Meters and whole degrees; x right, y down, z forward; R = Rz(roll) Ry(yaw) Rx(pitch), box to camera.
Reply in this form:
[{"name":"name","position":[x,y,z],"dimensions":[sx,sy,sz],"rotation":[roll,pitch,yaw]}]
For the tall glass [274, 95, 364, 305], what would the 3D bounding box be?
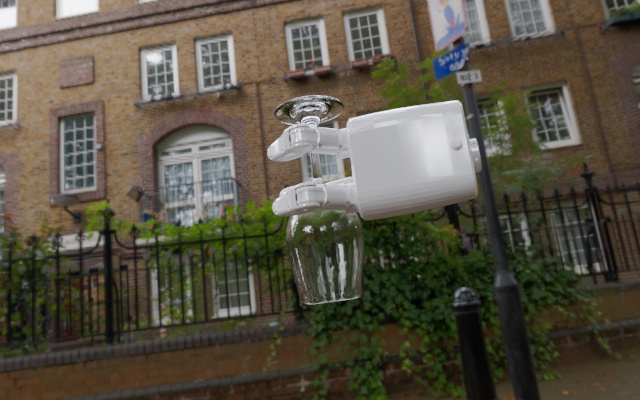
[{"name":"tall glass","position":[0.000,0.001,0.485],"dimensions":[0.079,0.201,0.079],"rotation":[-7,-11,-1]}]
